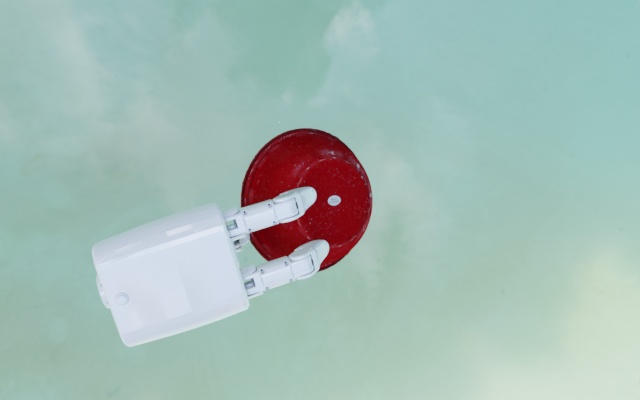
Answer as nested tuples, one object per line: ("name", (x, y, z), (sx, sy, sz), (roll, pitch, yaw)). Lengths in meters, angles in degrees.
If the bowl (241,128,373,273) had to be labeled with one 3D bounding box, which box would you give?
("bowl", (0.001, 0.001, 0.508), (0.162, 0.162, 0.055), (0, 2, -30))
